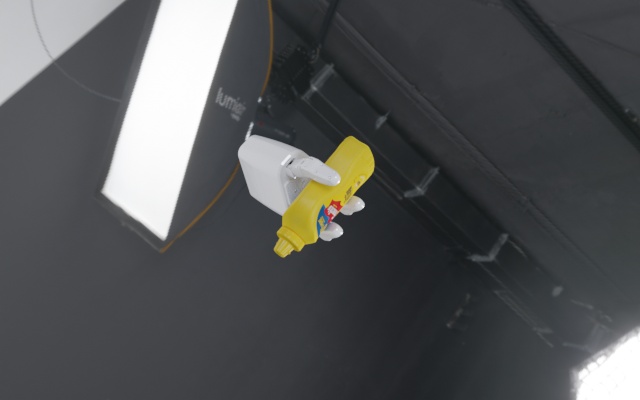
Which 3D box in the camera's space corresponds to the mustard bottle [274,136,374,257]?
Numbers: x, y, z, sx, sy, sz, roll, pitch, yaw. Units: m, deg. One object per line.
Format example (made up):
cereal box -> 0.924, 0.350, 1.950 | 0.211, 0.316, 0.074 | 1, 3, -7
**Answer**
mustard bottle -> 0.001, 0.002, 0.683 | 0.058, 0.191, 0.096 | 35, -18, 16
